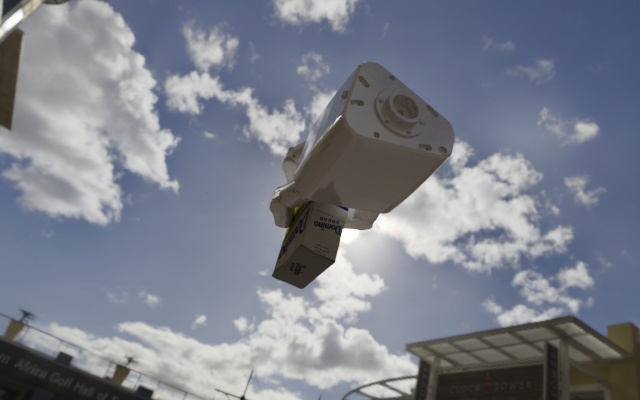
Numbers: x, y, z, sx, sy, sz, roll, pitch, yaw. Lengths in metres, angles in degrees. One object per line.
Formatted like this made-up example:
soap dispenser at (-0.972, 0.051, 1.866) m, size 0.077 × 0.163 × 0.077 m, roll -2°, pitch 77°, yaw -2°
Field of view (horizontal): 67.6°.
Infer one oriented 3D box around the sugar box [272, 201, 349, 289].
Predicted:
sugar box at (0.000, 0.001, 0.537) m, size 0.048 × 0.176 × 0.093 m, roll 26°, pitch -35°, yaw -11°
